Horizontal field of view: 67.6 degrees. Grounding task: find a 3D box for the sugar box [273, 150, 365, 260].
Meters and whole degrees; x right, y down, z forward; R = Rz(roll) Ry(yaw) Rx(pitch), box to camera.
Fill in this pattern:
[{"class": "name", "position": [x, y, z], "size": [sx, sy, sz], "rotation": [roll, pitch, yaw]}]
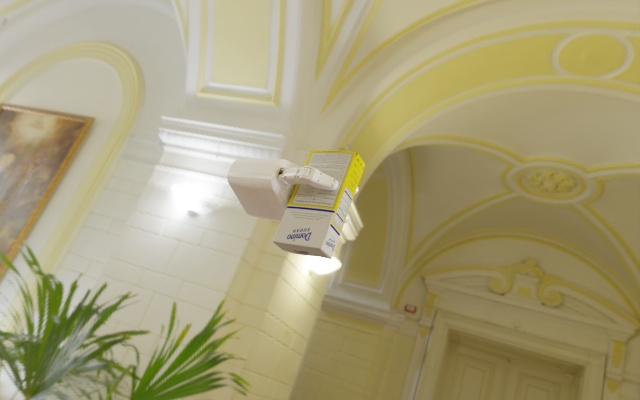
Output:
[{"class": "sugar box", "position": [0.000, 0.003, 0.763], "size": [0.093, 0.176, 0.048], "rotation": [6, -25, 33]}]
